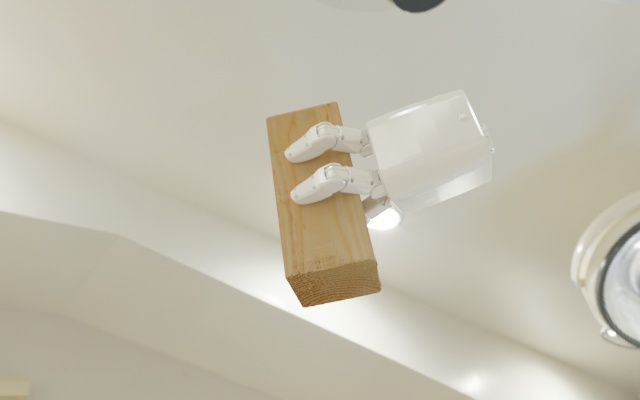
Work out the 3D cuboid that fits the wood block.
[{"bbox_3d":[0.001,0.002,0.538,0.090,0.206,0.091,-13,-33,4],"label":"wood block"}]
